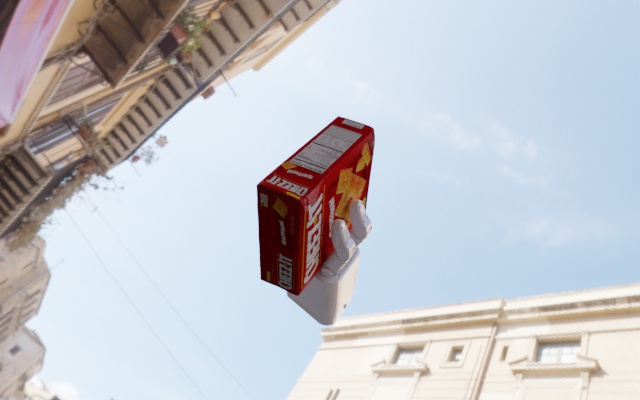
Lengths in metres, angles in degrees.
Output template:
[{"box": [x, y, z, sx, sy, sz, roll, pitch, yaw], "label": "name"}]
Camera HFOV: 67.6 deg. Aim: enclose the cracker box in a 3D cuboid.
[{"box": [0.000, 0.002, 0.672, 0.072, 0.164, 0.213, 20, 40, 21], "label": "cracker box"}]
